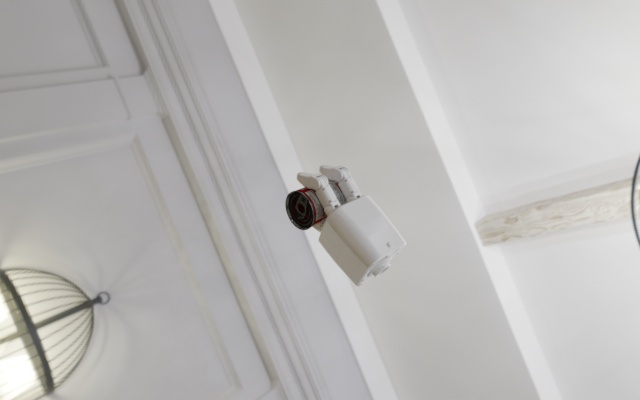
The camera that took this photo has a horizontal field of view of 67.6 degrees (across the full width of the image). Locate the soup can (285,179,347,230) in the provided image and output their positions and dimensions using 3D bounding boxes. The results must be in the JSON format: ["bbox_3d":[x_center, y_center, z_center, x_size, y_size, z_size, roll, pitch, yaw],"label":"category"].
[{"bbox_3d":[0.000,0.002,0.816,0.102,0.068,0.068,-22,15,-41],"label":"soup can"}]
